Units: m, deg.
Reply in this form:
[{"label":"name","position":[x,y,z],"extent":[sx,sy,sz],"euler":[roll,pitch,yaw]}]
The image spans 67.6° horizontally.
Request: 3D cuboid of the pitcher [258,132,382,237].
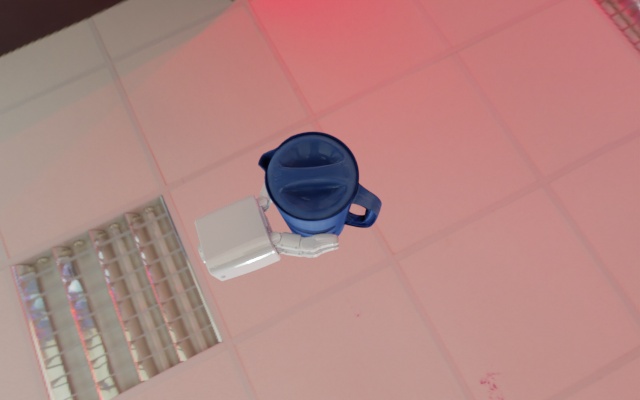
[{"label":"pitcher","position":[0.000,0.003,0.771],"extent":[0.145,0.149,0.243],"euler":[-23,-16,-5]}]
